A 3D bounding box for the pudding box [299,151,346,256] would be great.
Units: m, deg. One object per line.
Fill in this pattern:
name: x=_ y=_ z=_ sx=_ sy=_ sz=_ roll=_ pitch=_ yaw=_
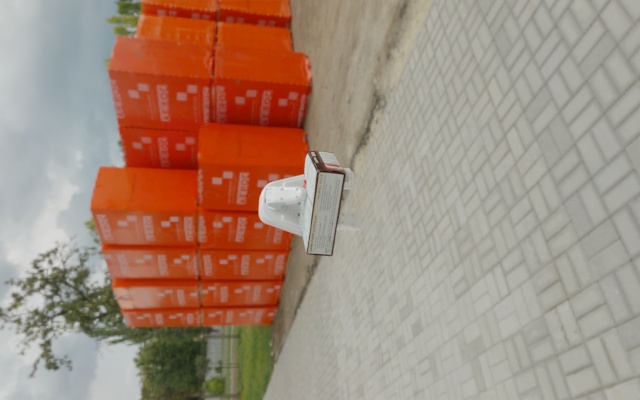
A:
pudding box: x=0.000 y=0.002 z=0.610 sx=0.039 sy=0.113 sz=0.090 roll=2 pitch=21 yaw=-11
